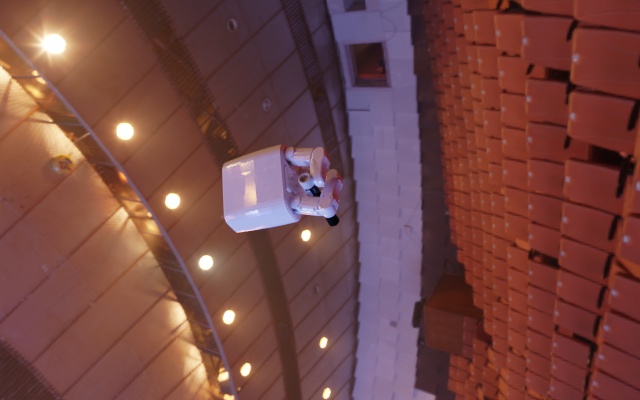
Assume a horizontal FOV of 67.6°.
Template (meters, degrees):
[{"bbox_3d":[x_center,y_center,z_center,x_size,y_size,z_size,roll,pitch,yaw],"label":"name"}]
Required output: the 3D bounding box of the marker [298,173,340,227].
[{"bbox_3d":[0.000,0.002,0.705,0.020,0.020,0.121,0,-34,27],"label":"marker"}]
